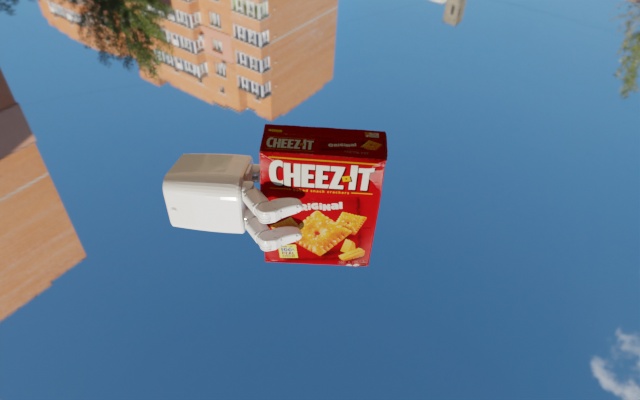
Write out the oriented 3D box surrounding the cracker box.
[{"bbox_3d":[0.000,0.002,0.683,0.164,0.214,0.072,3,43,0],"label":"cracker box"}]
